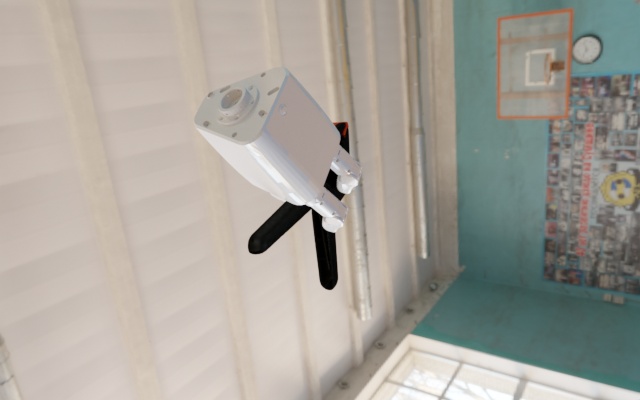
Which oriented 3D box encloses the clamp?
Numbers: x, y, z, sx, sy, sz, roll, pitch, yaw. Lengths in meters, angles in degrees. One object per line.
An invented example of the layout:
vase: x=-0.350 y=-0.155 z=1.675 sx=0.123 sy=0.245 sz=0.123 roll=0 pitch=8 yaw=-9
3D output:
clamp: x=-0.001 y=0.001 z=0.593 sx=0.036 sy=0.210 sz=0.165 roll=5 pitch=-27 yaw=35
